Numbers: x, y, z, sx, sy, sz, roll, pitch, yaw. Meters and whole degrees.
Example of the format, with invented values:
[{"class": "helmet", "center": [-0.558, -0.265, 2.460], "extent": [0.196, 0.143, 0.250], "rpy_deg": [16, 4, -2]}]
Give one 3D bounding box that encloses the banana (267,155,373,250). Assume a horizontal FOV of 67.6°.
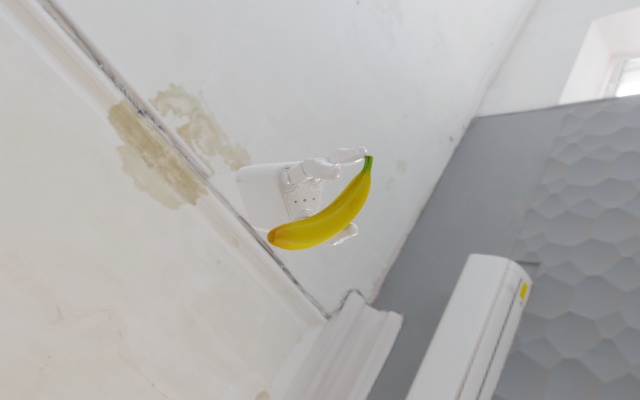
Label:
[{"class": "banana", "center": [0.008, 0.016, 0.614], "extent": [0.037, 0.070, 0.197], "rpy_deg": [7, 37, 44]}]
